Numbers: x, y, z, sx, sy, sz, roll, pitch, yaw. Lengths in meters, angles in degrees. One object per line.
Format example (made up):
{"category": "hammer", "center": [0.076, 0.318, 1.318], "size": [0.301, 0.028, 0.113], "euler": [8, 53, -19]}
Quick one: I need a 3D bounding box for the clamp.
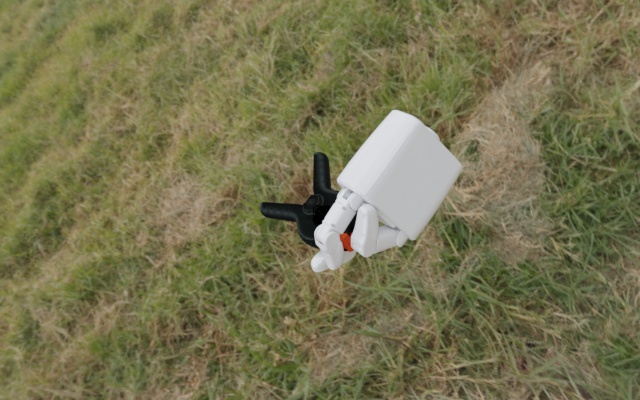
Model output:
{"category": "clamp", "center": [0.000, 0.002, 0.618], "size": [0.171, 0.120, 0.039], "euler": [33, -4, 45]}
